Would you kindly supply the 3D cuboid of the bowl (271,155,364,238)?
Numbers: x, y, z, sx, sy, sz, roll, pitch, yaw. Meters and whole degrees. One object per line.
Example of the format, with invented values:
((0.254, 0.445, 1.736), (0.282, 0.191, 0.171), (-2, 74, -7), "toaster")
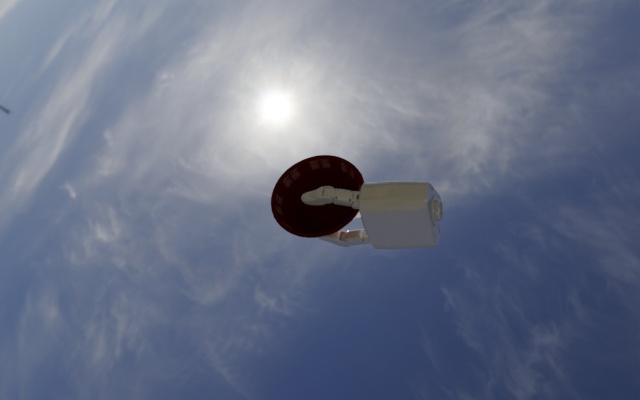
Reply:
((-0.001, 0.003, 0.812), (0.162, 0.162, 0.055), (0, -31, 16), "bowl")
